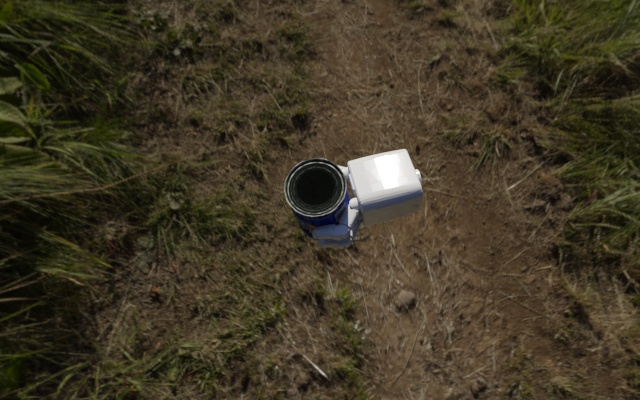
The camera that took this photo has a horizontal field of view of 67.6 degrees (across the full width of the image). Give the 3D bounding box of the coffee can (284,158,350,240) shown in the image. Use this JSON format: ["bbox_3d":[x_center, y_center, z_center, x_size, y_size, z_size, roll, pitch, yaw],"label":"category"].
[{"bbox_3d":[0.000,0.003,0.826,0.103,0.102,0.140,0,-20,8],"label":"coffee can"}]
